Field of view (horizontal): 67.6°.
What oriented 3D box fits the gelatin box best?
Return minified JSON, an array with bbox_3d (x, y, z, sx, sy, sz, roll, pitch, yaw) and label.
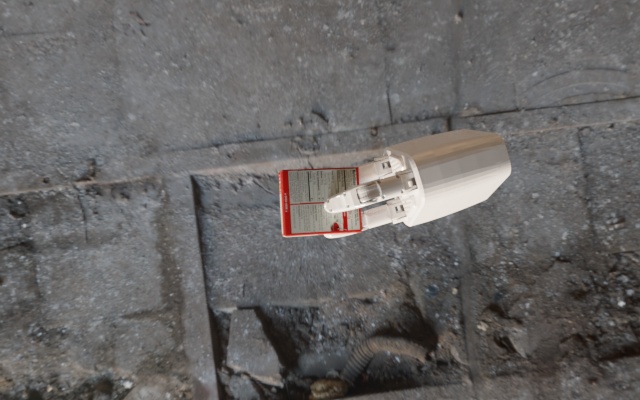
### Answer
[{"bbox_3d":[0.000,0.002,0.531,0.089,0.073,0.030,-3,-4,-10],"label":"gelatin box"}]
